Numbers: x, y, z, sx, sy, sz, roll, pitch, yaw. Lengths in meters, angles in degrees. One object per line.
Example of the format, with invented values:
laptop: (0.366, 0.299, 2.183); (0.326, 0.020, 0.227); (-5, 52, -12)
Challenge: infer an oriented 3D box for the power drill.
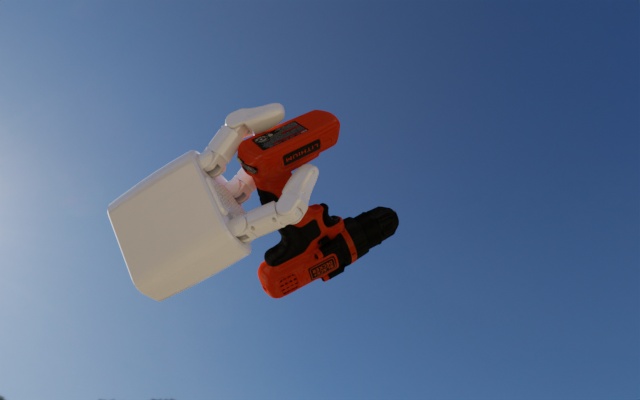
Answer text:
power drill: (0.000, 0.001, 0.524); (0.184, 0.188, 0.057); (-27, 33, -19)
